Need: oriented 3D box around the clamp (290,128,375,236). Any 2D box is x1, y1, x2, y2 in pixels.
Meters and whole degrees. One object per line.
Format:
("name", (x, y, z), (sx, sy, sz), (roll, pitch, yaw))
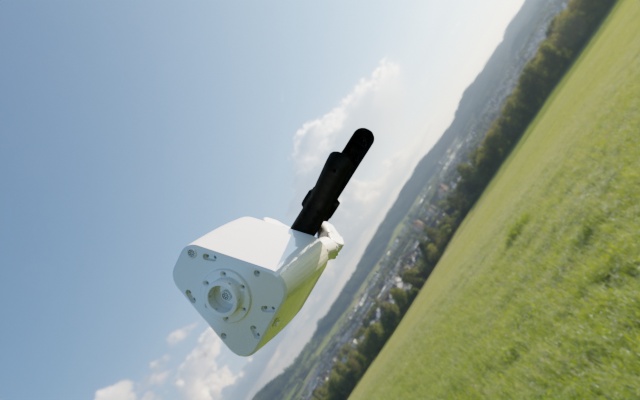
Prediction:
("clamp", (0.000, 0.001, 0.511), (0.039, 0.171, 0.120), (32, 18, 11))
